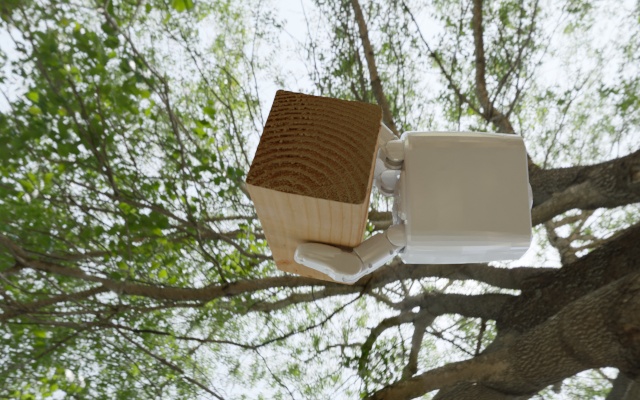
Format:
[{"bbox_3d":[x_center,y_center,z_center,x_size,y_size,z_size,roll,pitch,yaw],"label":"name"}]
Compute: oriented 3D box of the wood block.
[{"bbox_3d":[0.000,0.002,0.450,0.090,0.090,0.206,11,-25,7],"label":"wood block"}]
